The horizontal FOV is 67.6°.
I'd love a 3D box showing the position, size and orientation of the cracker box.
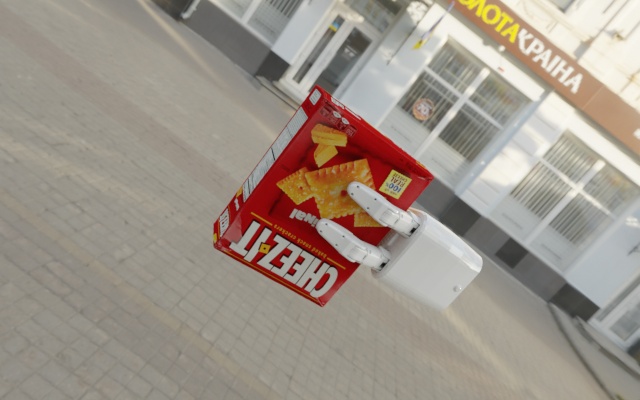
[{"bbox_3d":[0.000,0.002,0.564,0.164,0.214,0.072,33,14,-21],"label":"cracker box"}]
